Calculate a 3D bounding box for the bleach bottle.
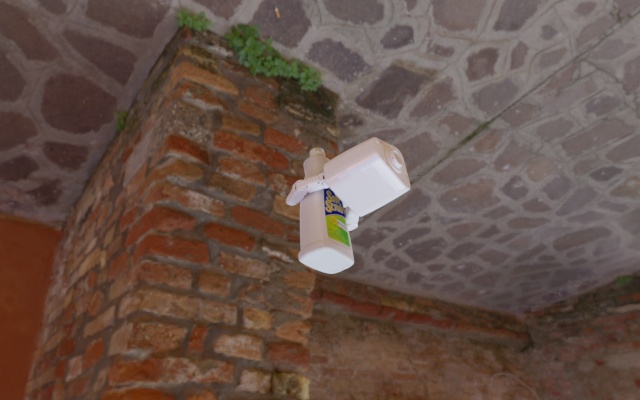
[{"bbox_3d":[0.000,0.003,0.879,0.068,0.250,0.103,-29,-40,29],"label":"bleach bottle"}]
